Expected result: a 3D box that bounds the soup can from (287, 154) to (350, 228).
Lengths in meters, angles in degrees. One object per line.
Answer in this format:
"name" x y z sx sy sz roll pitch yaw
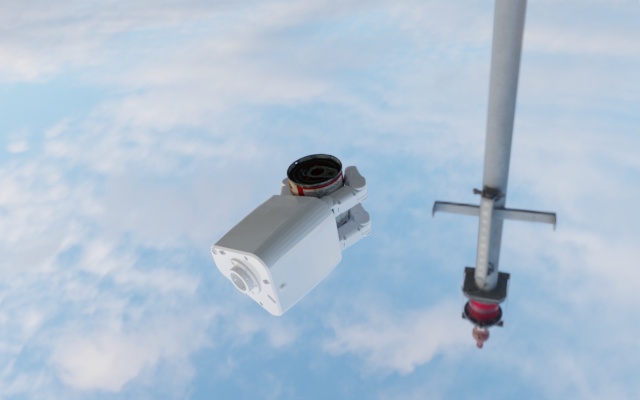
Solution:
"soup can" 0.000 0.002 0.602 0.068 0.102 0.068 -7 36 5
